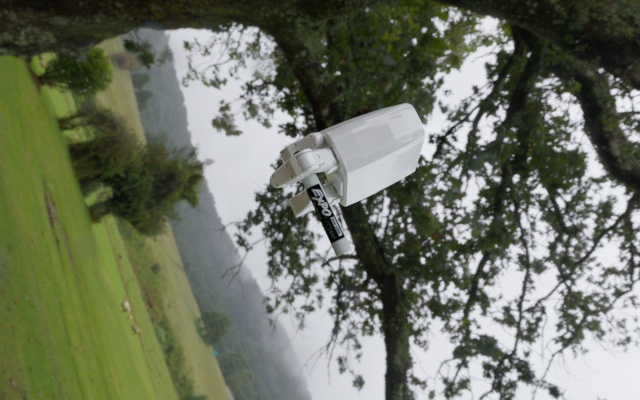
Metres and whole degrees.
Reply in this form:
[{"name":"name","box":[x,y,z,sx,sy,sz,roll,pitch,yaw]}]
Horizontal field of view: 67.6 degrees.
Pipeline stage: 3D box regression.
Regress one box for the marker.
[{"name":"marker","box":[0.000,0.002,0.515,0.020,0.121,0.020,-25,-5,-2]}]
